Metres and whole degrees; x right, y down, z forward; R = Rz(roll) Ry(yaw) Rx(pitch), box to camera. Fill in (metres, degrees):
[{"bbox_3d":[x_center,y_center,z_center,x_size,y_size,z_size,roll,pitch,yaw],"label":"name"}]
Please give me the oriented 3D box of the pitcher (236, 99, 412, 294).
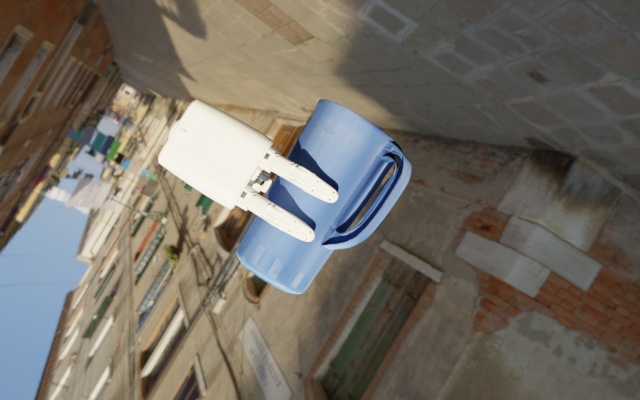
[{"bbox_3d":[0.000,0.002,0.633,0.145,0.243,0.149,32,0,-6],"label":"pitcher"}]
